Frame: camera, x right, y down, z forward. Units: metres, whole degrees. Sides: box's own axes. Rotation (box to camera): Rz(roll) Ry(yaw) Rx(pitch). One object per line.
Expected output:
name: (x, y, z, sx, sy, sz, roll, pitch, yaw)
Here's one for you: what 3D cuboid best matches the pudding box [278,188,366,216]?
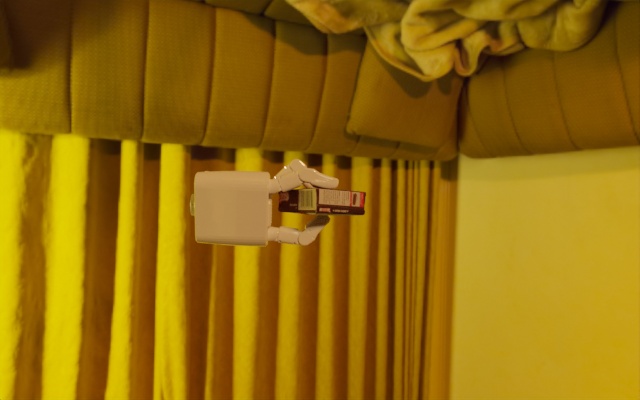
pudding box: (0.000, 0.003, 0.724, 0.090, 0.039, 0.113, 3, 0, -33)
